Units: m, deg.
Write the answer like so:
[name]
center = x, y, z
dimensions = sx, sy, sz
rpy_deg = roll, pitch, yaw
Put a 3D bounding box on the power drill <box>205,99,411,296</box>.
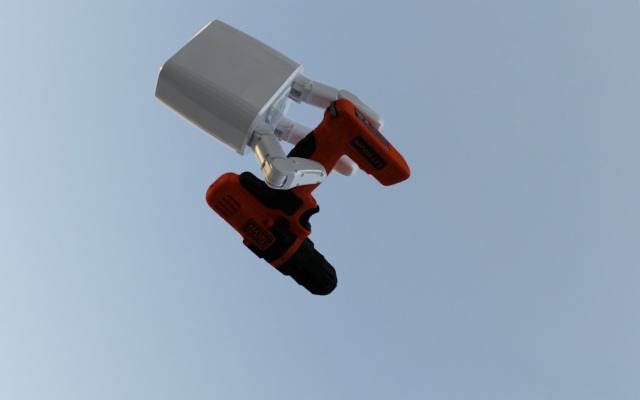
[power drill]
center = 0.000, 0.001, 0.506
dimensions = 0.188, 0.184, 0.057
rpy_deg = -40, 20, 17
